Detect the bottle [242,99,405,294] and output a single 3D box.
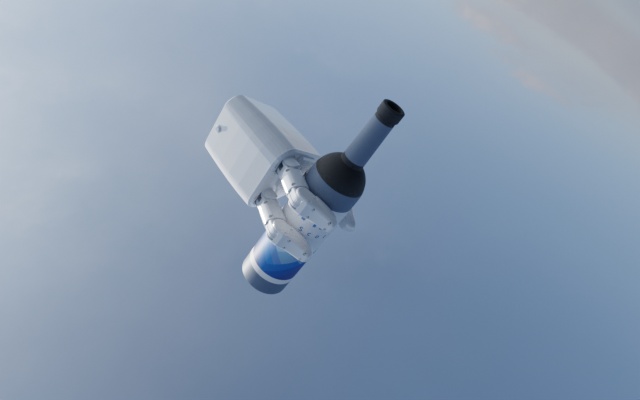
[{"bbox_3d":[0.000,0.002,0.571,0.069,0.069,0.296,0,-42,-44],"label":"bottle"}]
